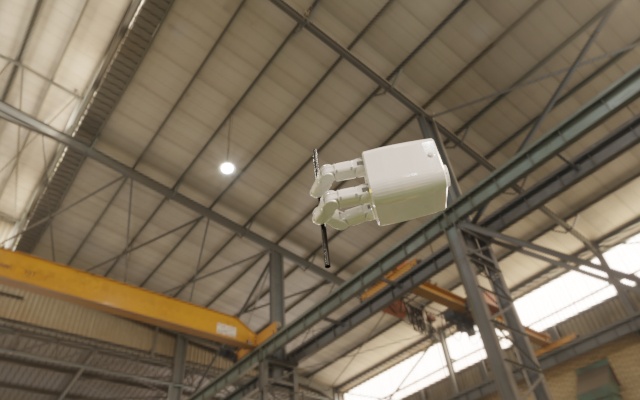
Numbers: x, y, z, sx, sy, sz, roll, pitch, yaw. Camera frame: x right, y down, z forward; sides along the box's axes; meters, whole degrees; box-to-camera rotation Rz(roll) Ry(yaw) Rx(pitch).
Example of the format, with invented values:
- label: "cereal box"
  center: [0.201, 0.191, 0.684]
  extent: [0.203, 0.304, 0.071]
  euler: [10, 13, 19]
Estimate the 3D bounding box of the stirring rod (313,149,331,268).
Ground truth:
- label: "stirring rod"
  center: [0.000, 0.002, 0.732]
  extent: [0.011, 0.239, 0.011]
  euler: [-3, -43, -3]
